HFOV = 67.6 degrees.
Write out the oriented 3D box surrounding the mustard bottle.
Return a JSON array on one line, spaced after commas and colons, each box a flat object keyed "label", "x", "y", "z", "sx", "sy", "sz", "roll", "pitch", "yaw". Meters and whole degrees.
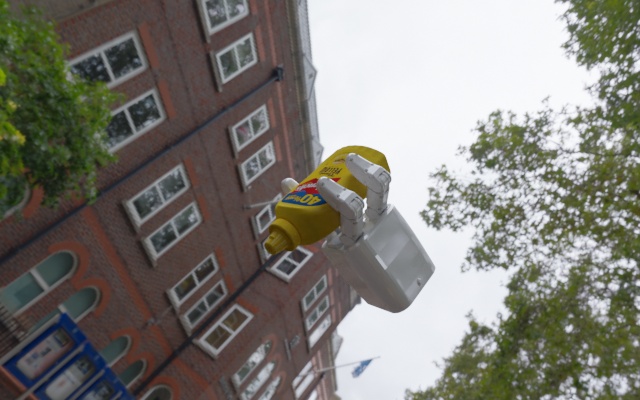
[{"label": "mustard bottle", "x": 0.000, "y": 0.002, "z": 0.597, "sx": 0.096, "sy": 0.058, "sz": 0.191, "roll": 9, "pitch": 42, "yaw": 43}]
